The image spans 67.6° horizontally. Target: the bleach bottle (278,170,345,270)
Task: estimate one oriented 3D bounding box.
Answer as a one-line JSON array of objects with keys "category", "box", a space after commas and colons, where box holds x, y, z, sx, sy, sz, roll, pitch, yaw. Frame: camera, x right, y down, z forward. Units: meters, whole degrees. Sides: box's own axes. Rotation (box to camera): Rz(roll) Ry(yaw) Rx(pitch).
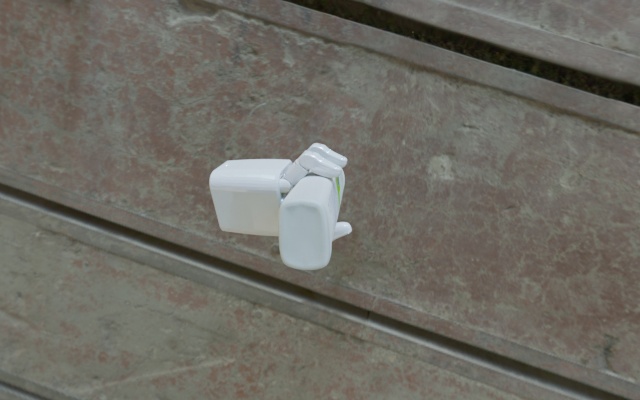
[{"category": "bleach bottle", "box": [0.000, 0.002, 0.715, 0.068, 0.103, 0.250, 2, 19, 10]}]
